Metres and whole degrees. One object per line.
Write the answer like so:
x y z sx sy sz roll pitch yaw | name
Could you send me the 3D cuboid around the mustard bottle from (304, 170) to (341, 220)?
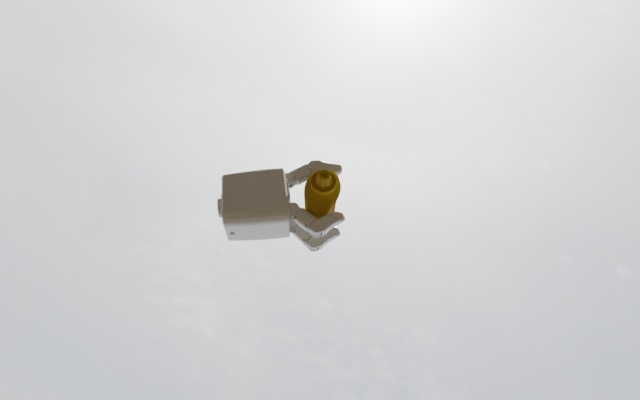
0.000 0.003 0.811 0.058 0.096 0.192 17 -26 5 | mustard bottle
